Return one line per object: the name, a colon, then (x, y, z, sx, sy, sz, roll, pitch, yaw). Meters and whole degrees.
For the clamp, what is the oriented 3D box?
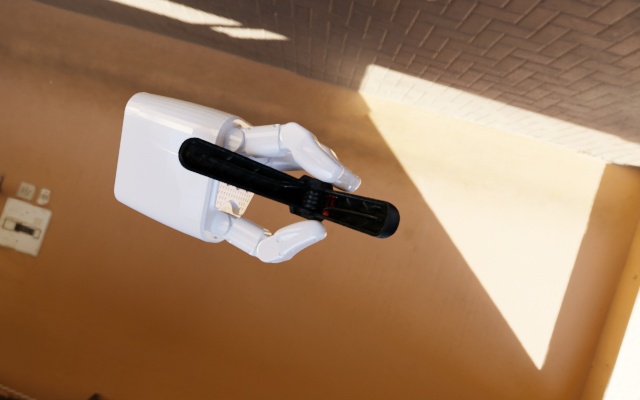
clamp: (0.000, 0.002, 0.410, 0.164, 0.036, 0.210, 20, -1, 19)
